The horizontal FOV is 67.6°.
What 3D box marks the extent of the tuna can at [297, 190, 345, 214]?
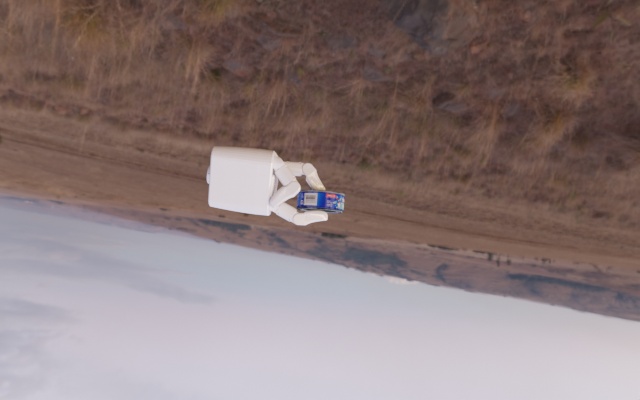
[{"bbox_3d":[0.000,0.003,0.859,0.086,0.033,0.086,4,-6,0],"label":"tuna can"}]
